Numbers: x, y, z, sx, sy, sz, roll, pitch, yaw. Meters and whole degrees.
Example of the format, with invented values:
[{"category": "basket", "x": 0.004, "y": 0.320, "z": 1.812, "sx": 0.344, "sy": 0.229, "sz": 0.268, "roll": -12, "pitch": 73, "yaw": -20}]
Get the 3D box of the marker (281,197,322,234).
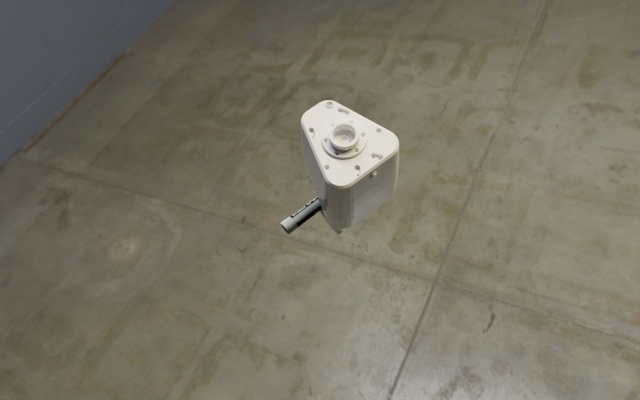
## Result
[{"category": "marker", "x": 0.000, "y": 0.002, "z": 0.638, "sx": 0.121, "sy": 0.020, "sz": 0.020, "roll": -37, "pitch": 9, "yaw": -12}]
